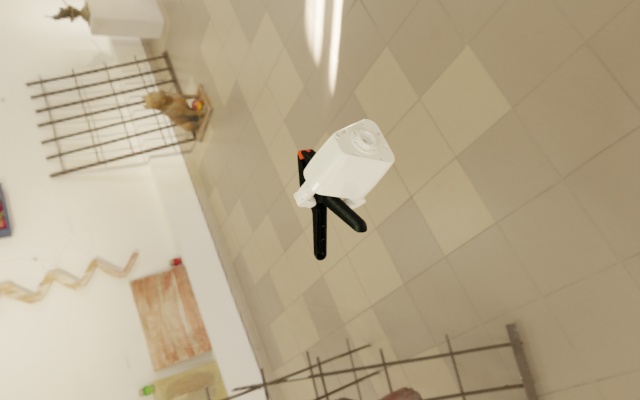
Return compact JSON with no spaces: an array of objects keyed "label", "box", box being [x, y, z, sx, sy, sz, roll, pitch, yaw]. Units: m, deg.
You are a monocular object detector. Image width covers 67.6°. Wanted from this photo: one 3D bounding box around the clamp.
[{"label":"clamp","box":[-0.001,0.002,0.897,0.036,0.210,0.165,-10,-26,-35]}]
